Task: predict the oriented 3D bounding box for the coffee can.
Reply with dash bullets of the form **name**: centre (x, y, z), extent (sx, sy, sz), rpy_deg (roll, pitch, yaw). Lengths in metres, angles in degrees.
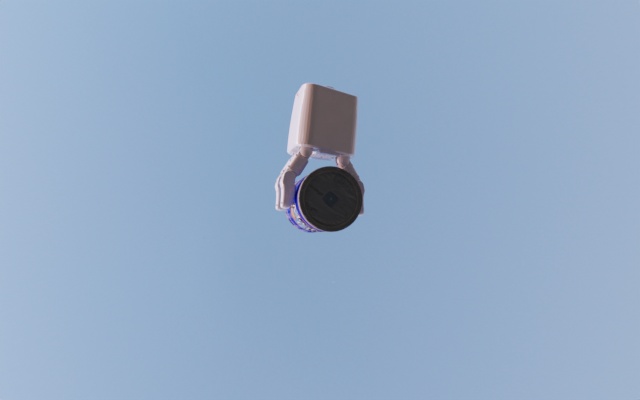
- **coffee can**: centre (0.000, 0.003, 0.804), extent (0.103, 0.103, 0.140), rpy_deg (0, -4, -14)
